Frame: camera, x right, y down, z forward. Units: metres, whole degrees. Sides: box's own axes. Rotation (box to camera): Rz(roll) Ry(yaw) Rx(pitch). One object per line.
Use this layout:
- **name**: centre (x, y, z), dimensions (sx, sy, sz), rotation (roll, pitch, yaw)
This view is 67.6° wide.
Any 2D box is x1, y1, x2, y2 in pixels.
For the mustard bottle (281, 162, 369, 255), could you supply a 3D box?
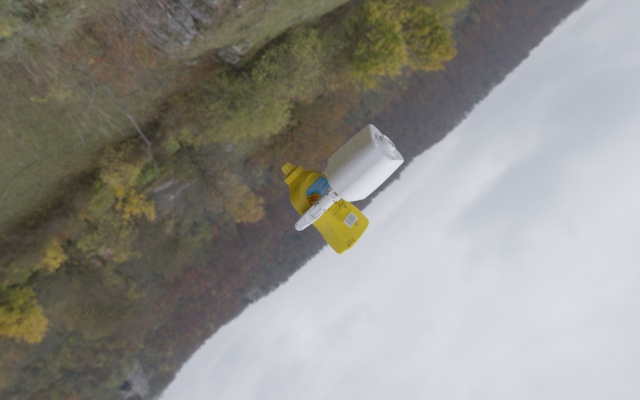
- **mustard bottle**: centre (0.000, 0.003, 0.883), dimensions (0.058, 0.191, 0.096), rotation (-40, 5, 46)
